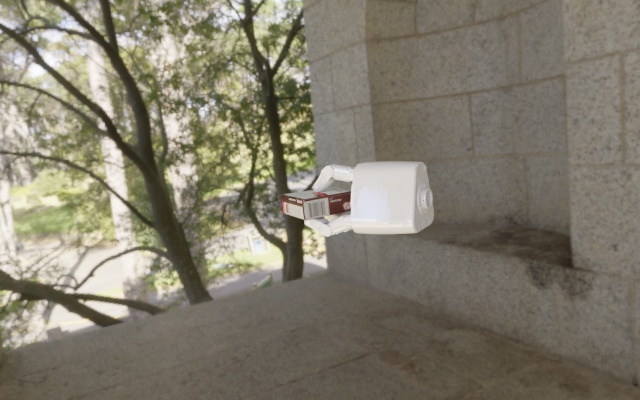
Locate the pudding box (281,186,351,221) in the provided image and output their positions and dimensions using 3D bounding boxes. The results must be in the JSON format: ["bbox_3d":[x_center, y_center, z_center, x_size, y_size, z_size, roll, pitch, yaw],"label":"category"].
[{"bbox_3d":[0.000,0.003,0.840,0.113,0.039,0.090,-8,9,-28],"label":"pudding box"}]
